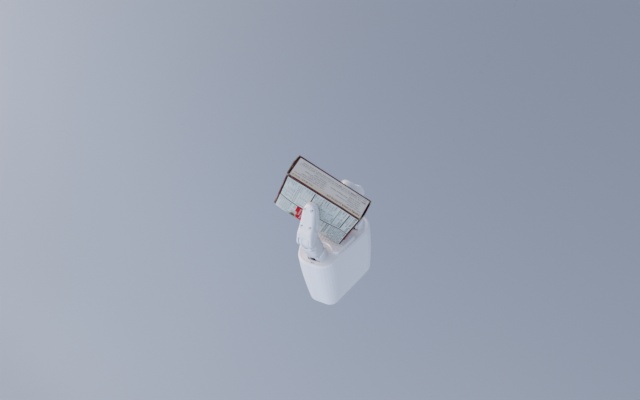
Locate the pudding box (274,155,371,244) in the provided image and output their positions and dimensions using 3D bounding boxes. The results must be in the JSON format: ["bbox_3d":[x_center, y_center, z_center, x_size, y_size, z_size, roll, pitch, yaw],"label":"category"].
[{"bbox_3d":[0.000,0.002,0.636,0.113,0.039,0.090,31,-31,-1],"label":"pudding box"}]
